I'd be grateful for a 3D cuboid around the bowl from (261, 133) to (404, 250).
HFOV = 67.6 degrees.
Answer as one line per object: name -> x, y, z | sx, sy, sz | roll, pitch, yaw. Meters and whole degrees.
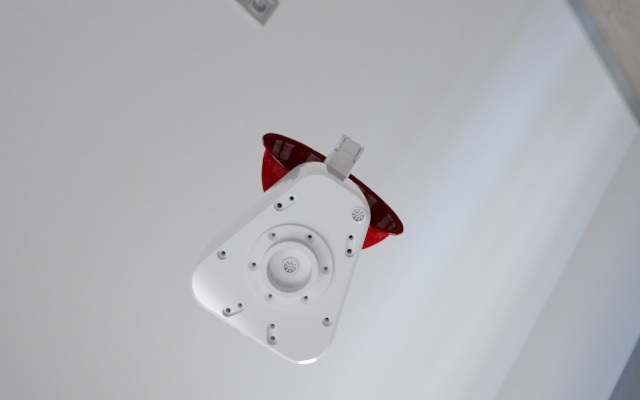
bowl -> 0.000, 0.002, 0.467 | 0.162, 0.055, 0.162 | 32, 16, -10
